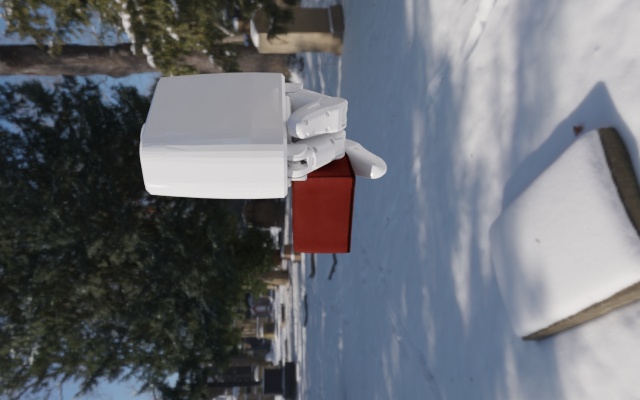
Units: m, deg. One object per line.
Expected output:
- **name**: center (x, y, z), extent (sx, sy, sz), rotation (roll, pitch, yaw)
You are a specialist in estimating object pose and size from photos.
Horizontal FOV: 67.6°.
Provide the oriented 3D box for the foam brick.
- **foam brick**: center (0.000, 0.002, 0.425), extent (0.051, 0.078, 0.053), rotation (-2, 29, -6)
